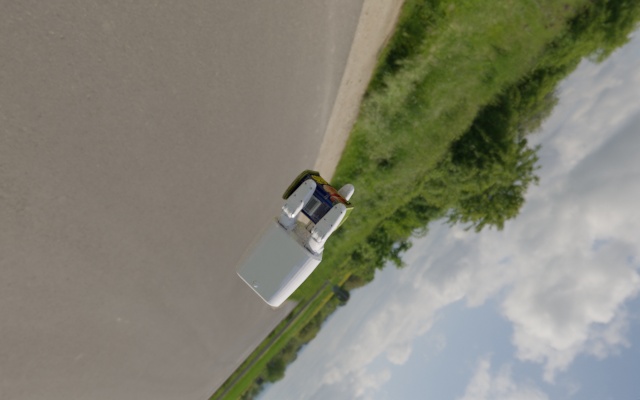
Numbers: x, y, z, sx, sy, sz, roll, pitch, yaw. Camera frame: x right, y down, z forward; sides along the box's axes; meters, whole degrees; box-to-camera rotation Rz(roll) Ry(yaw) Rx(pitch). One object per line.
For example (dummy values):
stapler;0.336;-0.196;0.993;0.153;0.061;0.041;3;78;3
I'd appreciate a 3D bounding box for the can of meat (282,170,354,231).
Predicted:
can of meat;0.000;0.003;0.730;0.084;0.057;0.102;42;10;10
